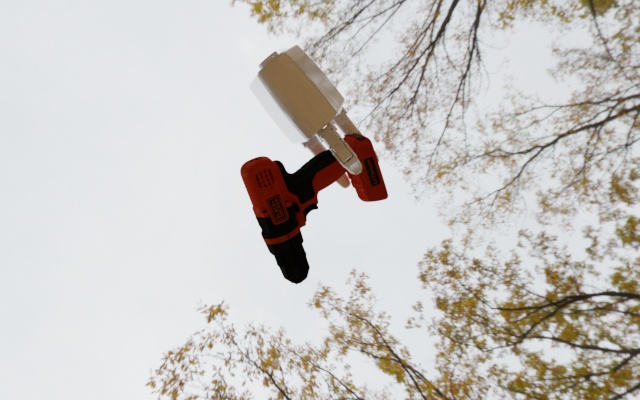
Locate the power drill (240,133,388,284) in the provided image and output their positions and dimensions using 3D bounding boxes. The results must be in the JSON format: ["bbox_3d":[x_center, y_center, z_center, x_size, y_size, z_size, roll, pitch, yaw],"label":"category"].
[{"bbox_3d":[0.000,0.002,0.659,0.187,0.184,0.057,-27,21,-21],"label":"power drill"}]
